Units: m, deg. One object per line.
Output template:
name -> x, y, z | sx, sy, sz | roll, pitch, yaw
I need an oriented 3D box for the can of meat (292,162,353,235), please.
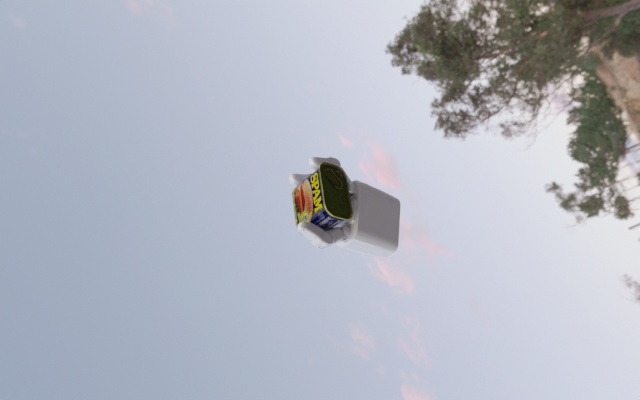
can of meat -> 0.000, 0.003, 0.786 | 0.057, 0.102, 0.084 | 16, -37, -35
